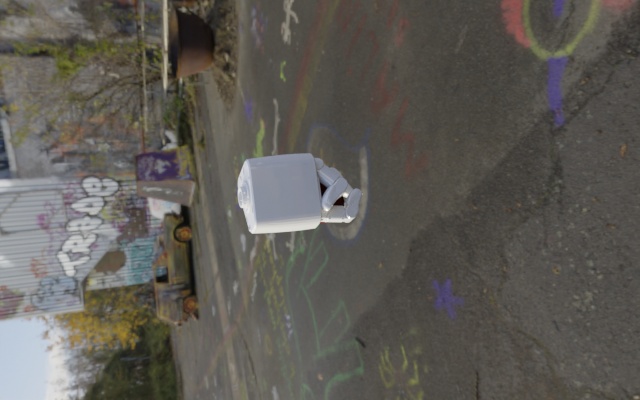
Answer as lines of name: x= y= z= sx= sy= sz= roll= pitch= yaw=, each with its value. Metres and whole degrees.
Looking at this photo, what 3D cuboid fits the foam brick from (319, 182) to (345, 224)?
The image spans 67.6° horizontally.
foam brick: x=0.000 y=0.003 z=0.807 sx=0.051 sy=0.053 sz=0.078 roll=-7 pitch=-21 yaw=-22
